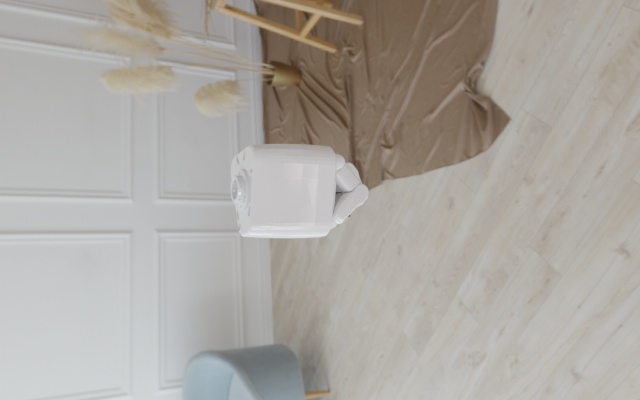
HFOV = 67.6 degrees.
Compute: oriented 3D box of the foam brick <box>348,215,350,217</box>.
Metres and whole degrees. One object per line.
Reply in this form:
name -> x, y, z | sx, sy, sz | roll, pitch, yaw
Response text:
foam brick -> 0.000, 0.002, 0.677 | 0.051, 0.053, 0.078 | -1, -8, -27
